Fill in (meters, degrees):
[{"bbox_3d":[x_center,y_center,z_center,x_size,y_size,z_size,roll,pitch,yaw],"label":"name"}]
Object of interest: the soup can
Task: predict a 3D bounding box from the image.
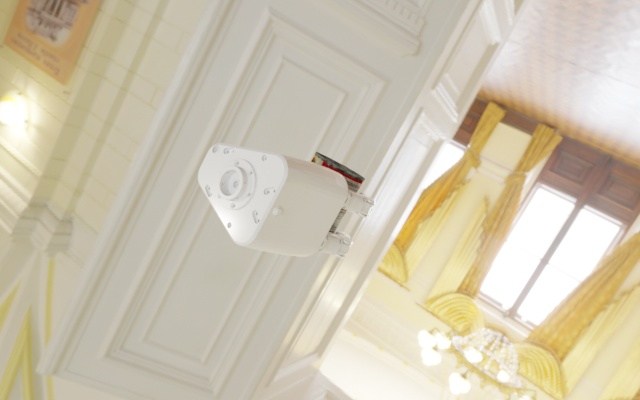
[{"bbox_3d":[0.000,0.002,0.579,0.068,0.102,0.068,28,8,-4],"label":"soup can"}]
